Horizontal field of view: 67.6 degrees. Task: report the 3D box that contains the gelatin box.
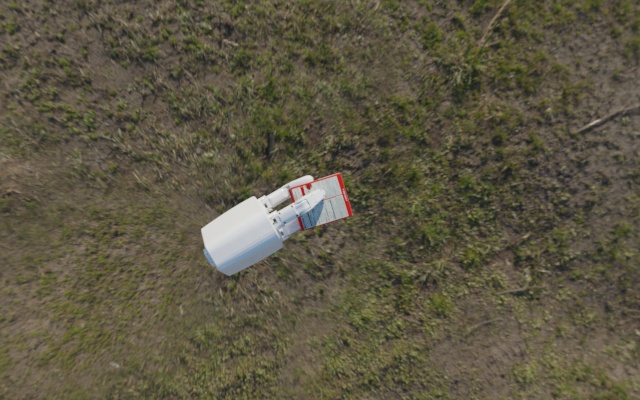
[{"bbox_3d":[0.000,0.002,0.780,0.089,0.073,0.030,-17,1,-5],"label":"gelatin box"}]
